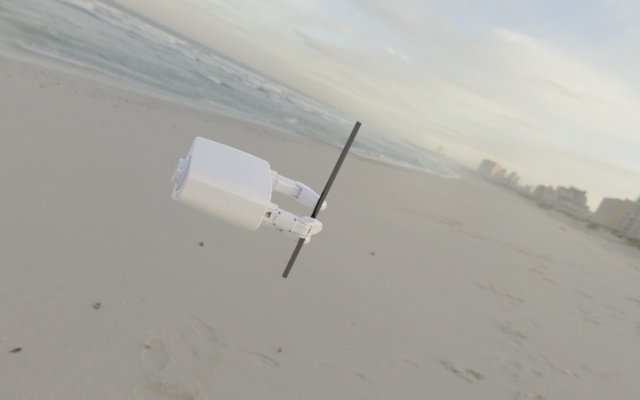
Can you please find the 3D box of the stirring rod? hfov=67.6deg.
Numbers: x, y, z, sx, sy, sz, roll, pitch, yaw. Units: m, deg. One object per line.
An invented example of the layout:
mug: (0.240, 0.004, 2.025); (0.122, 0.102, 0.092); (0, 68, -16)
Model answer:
stirring rod: (0.000, 0.002, 0.656); (0.011, 0.239, 0.011); (25, 11, -5)
